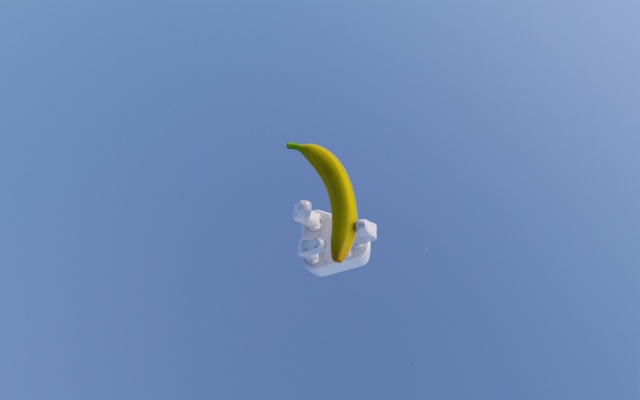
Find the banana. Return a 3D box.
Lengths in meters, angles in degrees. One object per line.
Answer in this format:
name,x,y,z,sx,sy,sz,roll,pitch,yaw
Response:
banana,0.016,-0.008,0.704,0.069,0.197,0.037,-22,-17,-2
